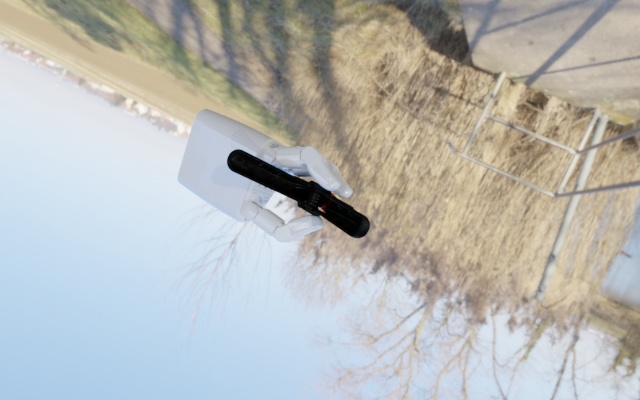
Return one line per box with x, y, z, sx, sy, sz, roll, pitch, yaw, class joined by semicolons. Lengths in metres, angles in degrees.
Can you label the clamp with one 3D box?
0.000;0.003;0.565;0.164;0.036;0.210;30;3;18;clamp
